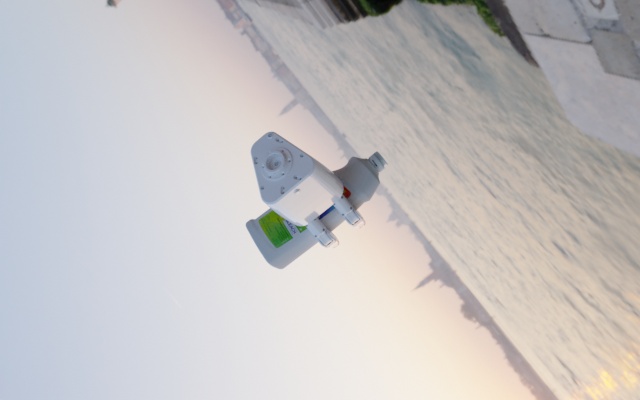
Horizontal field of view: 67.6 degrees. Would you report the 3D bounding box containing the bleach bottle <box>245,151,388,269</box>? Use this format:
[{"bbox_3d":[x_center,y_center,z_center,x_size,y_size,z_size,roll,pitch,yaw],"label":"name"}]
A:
[{"bbox_3d":[0.000,0.003,0.795,0.251,0.102,0.068,-39,-28,7],"label":"bleach bottle"}]
